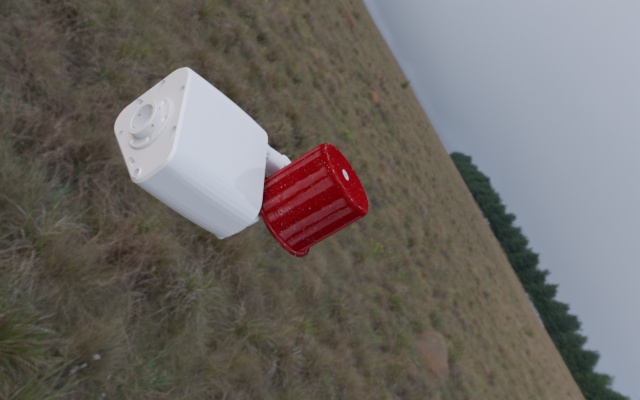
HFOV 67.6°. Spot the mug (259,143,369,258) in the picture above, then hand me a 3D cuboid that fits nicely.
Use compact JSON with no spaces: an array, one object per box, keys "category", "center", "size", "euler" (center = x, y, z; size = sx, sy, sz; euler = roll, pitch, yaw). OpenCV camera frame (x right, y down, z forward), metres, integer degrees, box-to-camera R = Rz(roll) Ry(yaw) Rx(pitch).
[{"category":"mug","center":[0.001,0.002,0.481],"size":[0.081,0.093,0.117],"euler":[-31,-37,17]}]
